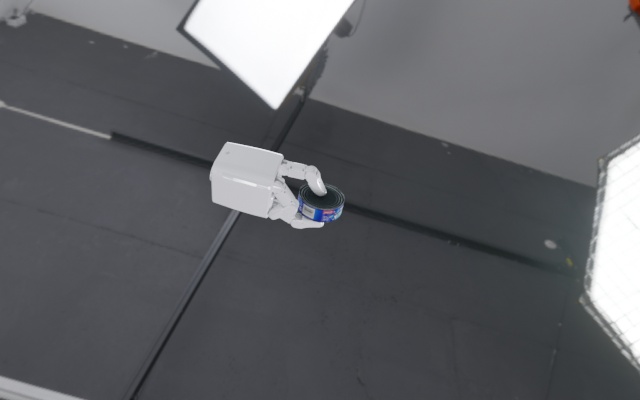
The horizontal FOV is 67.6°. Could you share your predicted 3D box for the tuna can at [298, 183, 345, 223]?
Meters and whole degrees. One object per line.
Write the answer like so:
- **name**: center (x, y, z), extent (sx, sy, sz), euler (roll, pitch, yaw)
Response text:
- **tuna can**: center (0.000, 0.003, 0.885), extent (0.086, 0.034, 0.086), euler (8, 35, -6)
